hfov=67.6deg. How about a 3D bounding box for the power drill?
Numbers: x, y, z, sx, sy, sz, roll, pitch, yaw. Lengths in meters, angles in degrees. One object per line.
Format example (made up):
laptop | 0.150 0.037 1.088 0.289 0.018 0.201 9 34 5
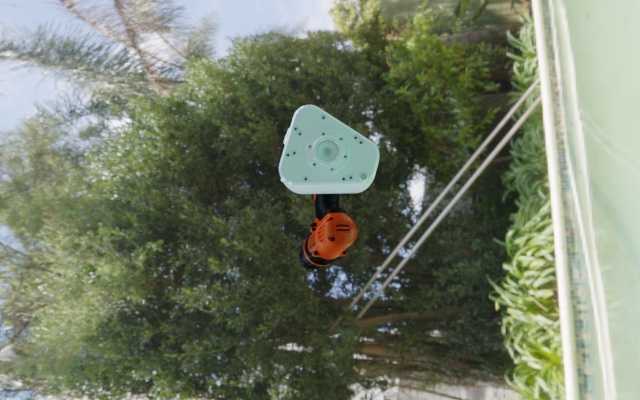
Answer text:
power drill | 0.000 0.002 0.708 0.057 0.187 0.184 0 -19 -18
